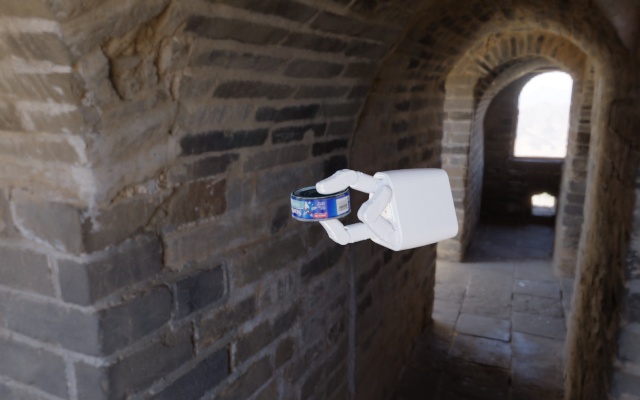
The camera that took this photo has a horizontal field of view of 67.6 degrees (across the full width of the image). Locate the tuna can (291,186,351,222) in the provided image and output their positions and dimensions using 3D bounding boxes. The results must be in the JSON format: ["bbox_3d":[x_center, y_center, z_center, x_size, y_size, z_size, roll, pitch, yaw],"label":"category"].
[{"bbox_3d":[0.000,0.002,0.689,0.086,0.034,0.086,-5,14,1],"label":"tuna can"}]
